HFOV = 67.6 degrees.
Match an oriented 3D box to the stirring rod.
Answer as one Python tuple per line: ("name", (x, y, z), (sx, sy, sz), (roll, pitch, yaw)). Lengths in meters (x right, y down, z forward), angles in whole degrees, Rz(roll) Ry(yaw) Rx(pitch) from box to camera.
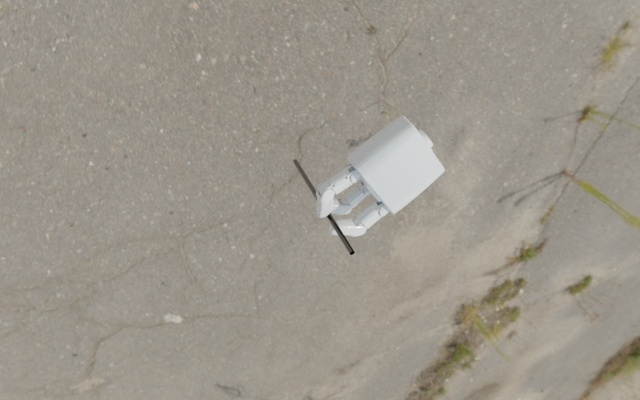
("stirring rod", (0.000, 0.002, 0.768), (0.011, 0.011, 0.239), (0, 37, -28))
